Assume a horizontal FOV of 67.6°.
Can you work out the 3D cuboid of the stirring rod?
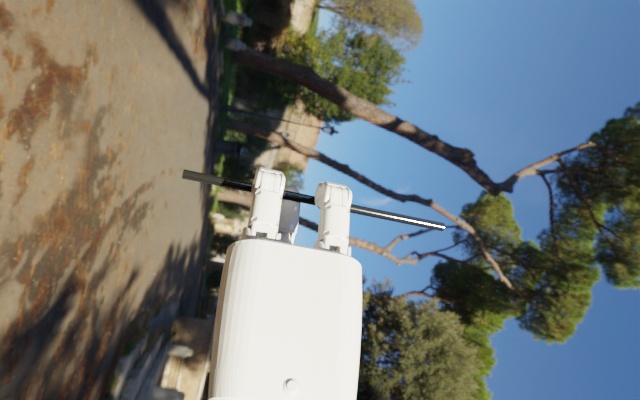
[{"bbox_3d":[0.000,0.001,0.425,0.239,0.011,0.011,12,-3,-12],"label":"stirring rod"}]
